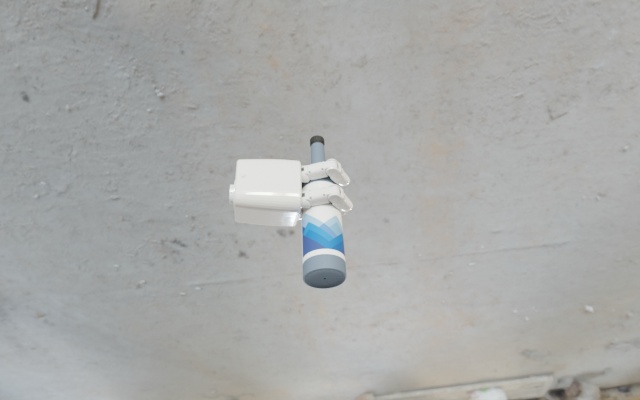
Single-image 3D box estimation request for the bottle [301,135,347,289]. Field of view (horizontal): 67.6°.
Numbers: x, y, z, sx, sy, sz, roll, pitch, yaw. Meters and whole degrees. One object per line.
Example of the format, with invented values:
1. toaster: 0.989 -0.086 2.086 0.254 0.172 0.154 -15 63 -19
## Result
1. bottle: 0.000 0.003 0.812 0.069 0.295 0.069 -2 -38 -2
